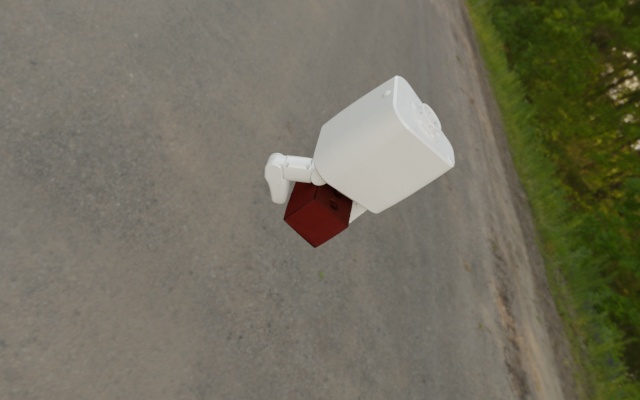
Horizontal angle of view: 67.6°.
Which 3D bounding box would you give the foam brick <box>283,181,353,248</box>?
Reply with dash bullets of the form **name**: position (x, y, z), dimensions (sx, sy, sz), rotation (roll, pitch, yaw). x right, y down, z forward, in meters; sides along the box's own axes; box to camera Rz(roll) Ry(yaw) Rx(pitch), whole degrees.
- **foam brick**: position (0.000, 0.002, 0.537), dimensions (0.051, 0.078, 0.053), rotation (-33, -63, 32)
